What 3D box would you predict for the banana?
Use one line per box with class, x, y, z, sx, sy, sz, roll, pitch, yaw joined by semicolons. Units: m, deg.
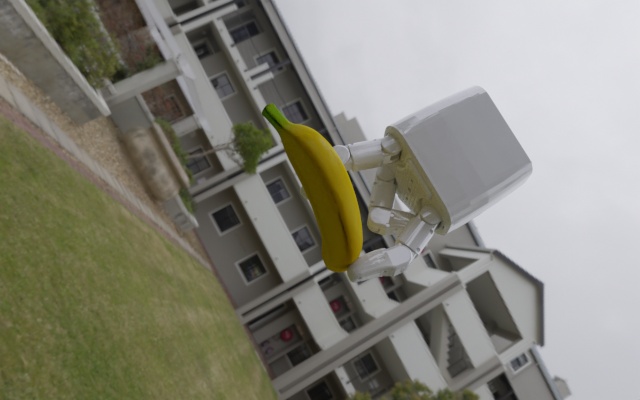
banana;0.008;0.009;0.405;0.037;0.198;0.069;-29;42;-12
